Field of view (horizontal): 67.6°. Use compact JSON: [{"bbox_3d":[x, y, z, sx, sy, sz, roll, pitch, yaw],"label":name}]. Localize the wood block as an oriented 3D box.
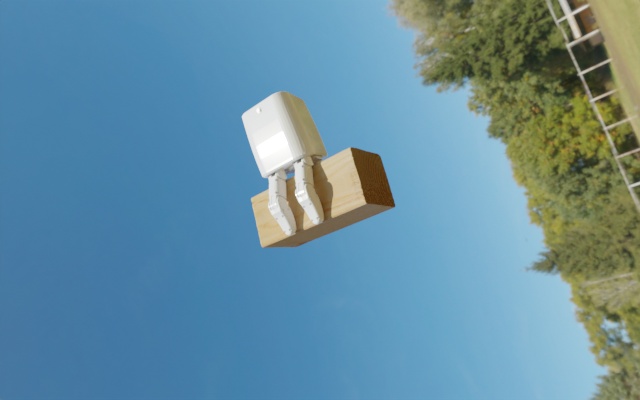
[{"bbox_3d":[0.000,0.002,0.757,0.206,0.090,0.091,-24,-17,33],"label":"wood block"}]
